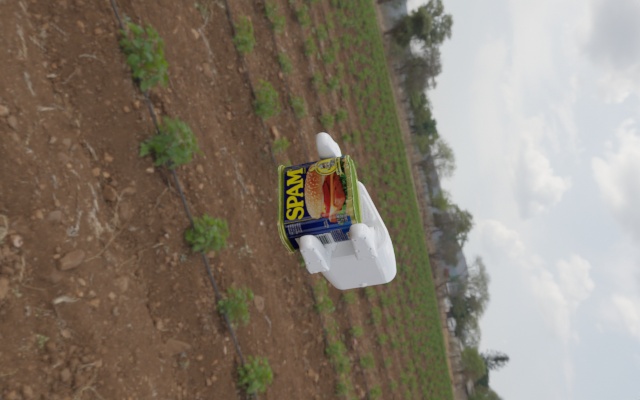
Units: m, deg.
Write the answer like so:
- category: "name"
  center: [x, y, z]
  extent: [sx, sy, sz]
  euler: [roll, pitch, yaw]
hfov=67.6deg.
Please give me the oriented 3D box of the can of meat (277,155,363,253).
- category: "can of meat"
  center: [0.000, 0.002, 0.536]
  extent: [0.084, 0.102, 0.057]
  euler: [-11, -36, 11]
